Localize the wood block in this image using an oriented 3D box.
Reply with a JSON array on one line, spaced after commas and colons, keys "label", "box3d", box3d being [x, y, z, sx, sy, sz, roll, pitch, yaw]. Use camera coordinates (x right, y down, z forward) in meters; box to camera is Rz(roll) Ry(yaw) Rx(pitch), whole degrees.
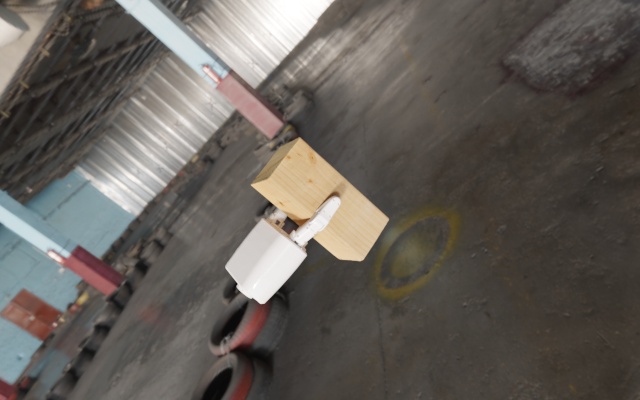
[{"label": "wood block", "box3d": [0.000, 0.003, 0.795, 0.206, 0.090, 0.091, 41, -19, -17]}]
